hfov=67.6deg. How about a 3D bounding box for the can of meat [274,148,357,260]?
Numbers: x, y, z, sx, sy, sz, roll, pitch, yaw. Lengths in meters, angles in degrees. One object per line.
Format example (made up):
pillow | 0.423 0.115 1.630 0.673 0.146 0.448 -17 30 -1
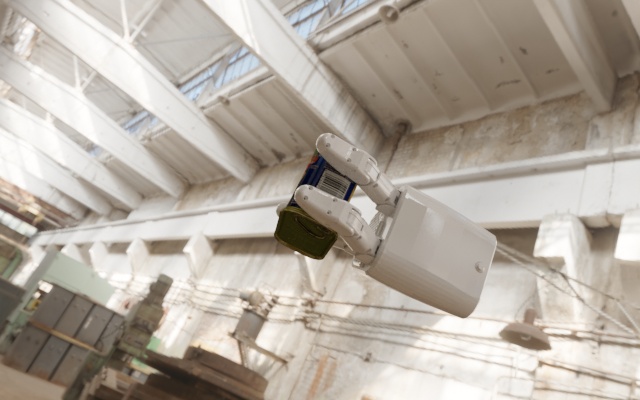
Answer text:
can of meat | 0.000 0.001 0.474 0.057 0.084 0.102 26 -24 1
